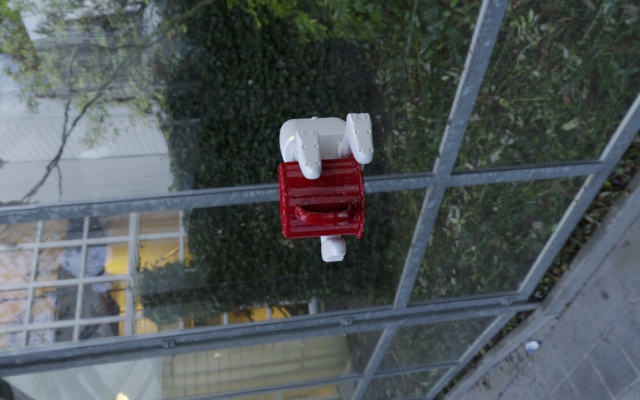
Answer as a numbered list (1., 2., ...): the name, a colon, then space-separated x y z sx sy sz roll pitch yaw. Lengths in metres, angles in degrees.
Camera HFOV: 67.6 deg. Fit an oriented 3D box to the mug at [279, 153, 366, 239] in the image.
1. mug: 0.000 0.002 0.496 0.081 0.093 0.117 -4 21 -7
